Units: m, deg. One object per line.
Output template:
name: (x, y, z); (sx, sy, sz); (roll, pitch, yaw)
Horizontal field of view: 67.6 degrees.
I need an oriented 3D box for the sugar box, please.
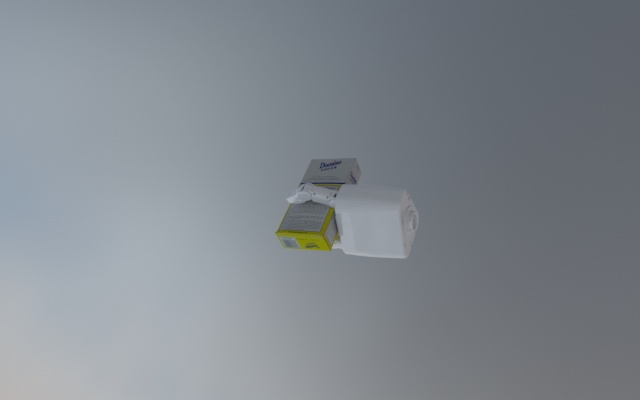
sugar box: (0.000, 0.003, 0.814); (0.093, 0.176, 0.048); (1, -44, 30)
